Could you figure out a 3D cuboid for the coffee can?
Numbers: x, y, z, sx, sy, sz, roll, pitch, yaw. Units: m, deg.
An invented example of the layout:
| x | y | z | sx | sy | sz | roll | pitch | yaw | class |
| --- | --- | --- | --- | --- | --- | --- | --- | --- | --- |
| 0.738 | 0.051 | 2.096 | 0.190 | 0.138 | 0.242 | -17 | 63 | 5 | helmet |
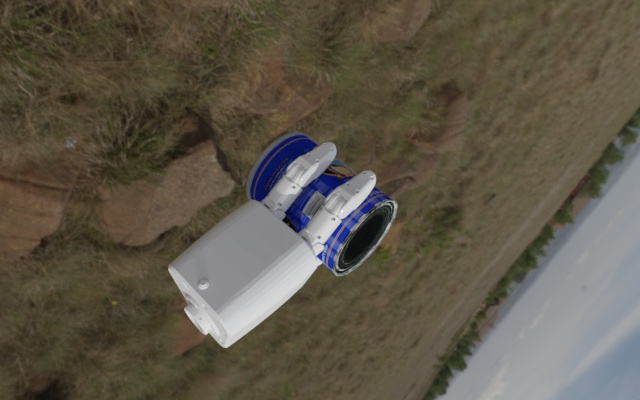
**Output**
| x | y | z | sx | sy | sz | roll | pitch | yaw | class |
| --- | --- | --- | --- | --- | --- | --- | --- | --- | --- |
| 0.000 | 0.002 | 0.541 | 0.140 | 0.103 | 0.103 | 39 | 18 | 24 | coffee can |
